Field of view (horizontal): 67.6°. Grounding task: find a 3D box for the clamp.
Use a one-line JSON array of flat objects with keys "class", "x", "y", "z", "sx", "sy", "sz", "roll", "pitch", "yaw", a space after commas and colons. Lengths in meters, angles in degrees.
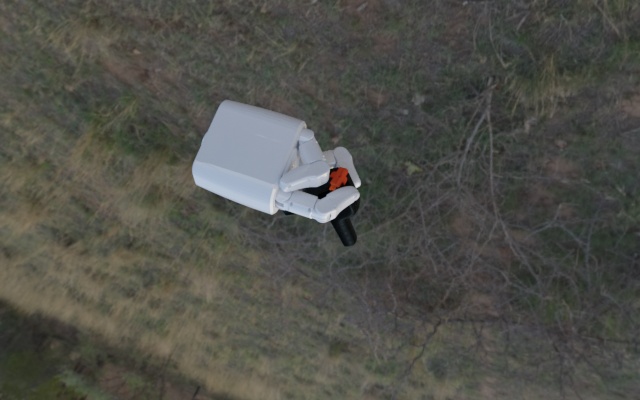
[{"class": "clamp", "x": 0.000, "y": 0.003, "z": 0.648, "sx": 0.120, "sy": 0.039, "sz": 0.172, "roll": 18, "pitch": -30, "yaw": 8}]
